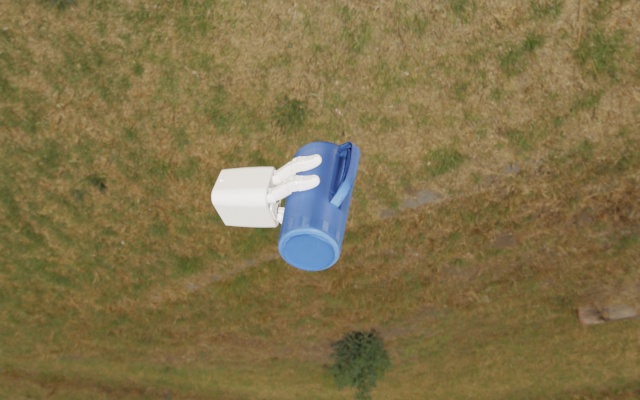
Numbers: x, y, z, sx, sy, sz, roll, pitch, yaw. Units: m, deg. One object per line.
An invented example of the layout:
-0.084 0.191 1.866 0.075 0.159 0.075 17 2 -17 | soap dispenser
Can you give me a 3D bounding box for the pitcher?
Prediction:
0.000 0.003 0.890 0.145 0.149 0.242 0 42 9 | pitcher
